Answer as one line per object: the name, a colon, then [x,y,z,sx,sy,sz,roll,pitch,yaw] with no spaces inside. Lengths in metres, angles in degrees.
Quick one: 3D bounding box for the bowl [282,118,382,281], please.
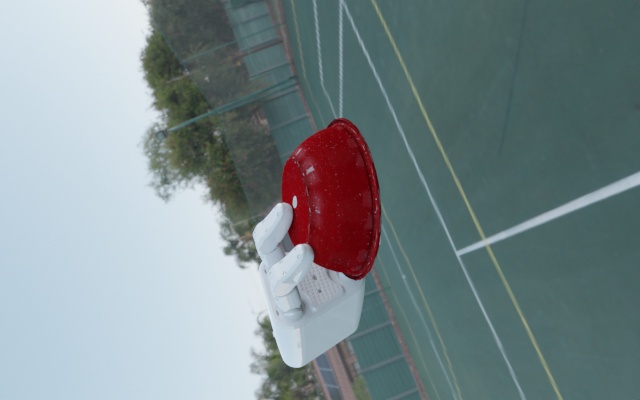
bowl: [0.000,0.000,0.469,0.055,0.162,0.162,-6,2,-19]
